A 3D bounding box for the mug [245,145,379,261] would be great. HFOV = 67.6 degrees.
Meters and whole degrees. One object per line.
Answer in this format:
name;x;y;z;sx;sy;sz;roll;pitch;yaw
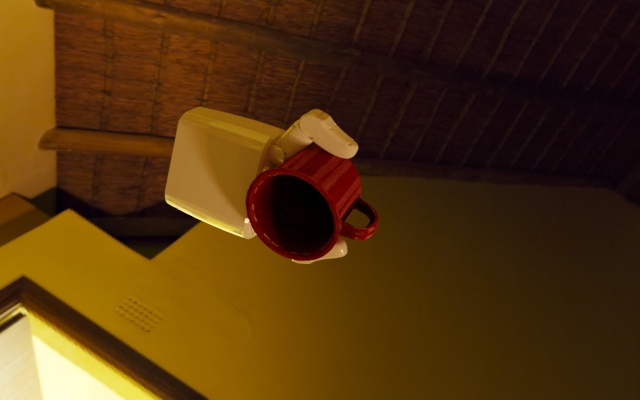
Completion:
mug;0.001;0.002;0.452;0.117;0.093;0.081;21;33;15
